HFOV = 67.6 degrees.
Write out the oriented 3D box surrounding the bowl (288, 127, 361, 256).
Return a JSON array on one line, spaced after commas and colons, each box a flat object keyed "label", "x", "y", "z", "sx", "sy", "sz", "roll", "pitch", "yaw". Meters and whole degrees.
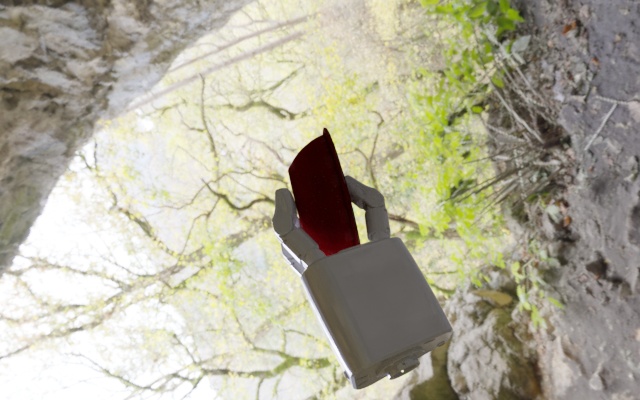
[{"label": "bowl", "x": -0.001, "y": 0.001, "z": 0.545, "sx": 0.055, "sy": 0.162, "sz": 0.162, "roll": -14, "pitch": 0, "yaw": -2}]
